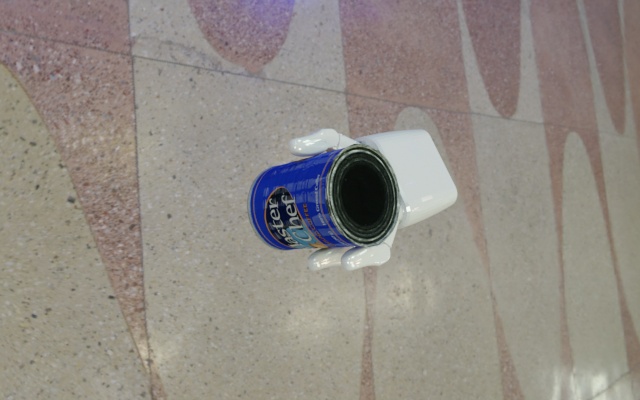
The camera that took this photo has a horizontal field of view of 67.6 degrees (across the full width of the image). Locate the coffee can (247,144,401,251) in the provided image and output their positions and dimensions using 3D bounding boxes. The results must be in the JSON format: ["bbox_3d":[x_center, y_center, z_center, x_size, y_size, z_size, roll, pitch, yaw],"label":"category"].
[{"bbox_3d":[0.000,0.002,0.520,0.103,0.103,0.140,0,-6,-40],"label":"coffee can"}]
